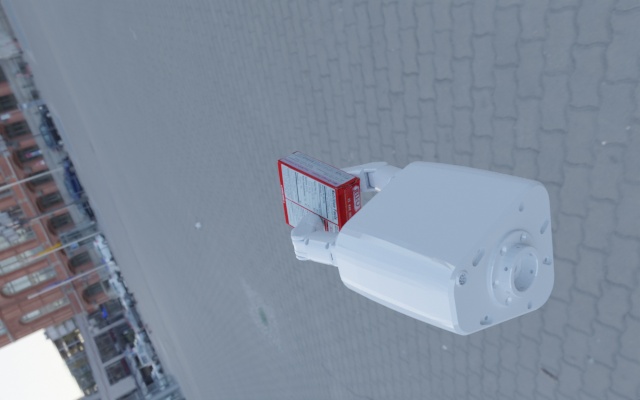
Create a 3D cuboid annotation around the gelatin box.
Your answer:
[{"bbox_3d":[-0.001,0.002,0.449,0.030,0.073,0.089,-28,37,-33],"label":"gelatin box"}]
